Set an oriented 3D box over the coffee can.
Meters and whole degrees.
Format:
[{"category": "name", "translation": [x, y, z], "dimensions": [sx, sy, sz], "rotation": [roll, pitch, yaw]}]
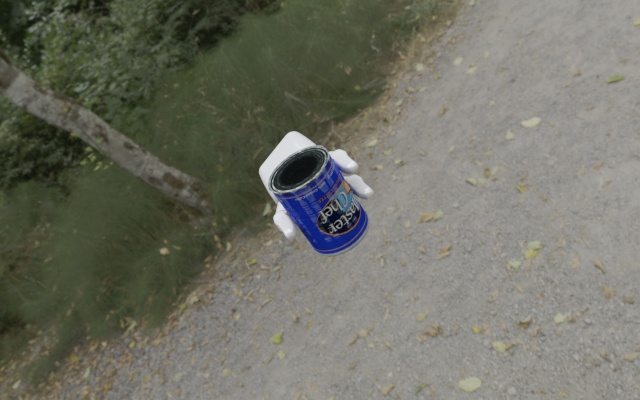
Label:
[{"category": "coffee can", "translation": [0.000, 0.003, 0.728], "dimensions": [0.103, 0.102, 0.140], "rotation": [0, -44, 41]}]
